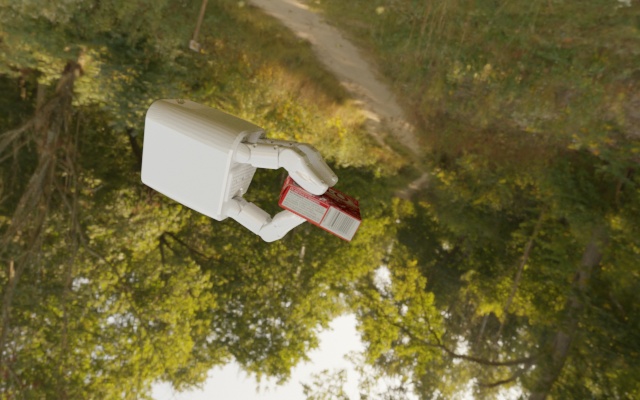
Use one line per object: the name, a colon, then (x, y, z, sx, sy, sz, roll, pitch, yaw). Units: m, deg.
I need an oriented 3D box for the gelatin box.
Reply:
gelatin box: (0.000, 0.002, 0.528, 0.089, 0.030, 0.073, 28, 15, -7)
